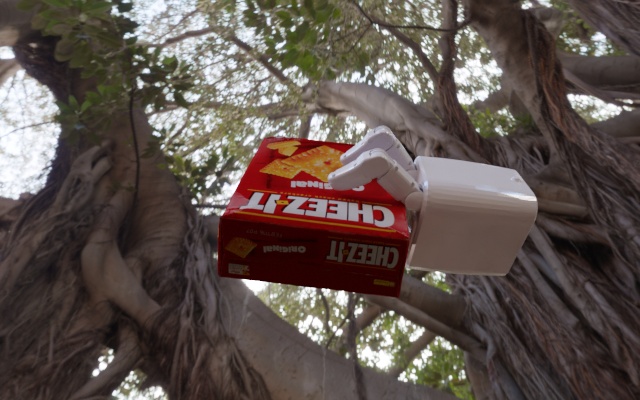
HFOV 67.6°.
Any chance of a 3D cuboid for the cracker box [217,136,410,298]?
[{"bbox_3d":[0.000,0.002,0.500,0.164,0.072,0.213,6,26,2],"label":"cracker box"}]
